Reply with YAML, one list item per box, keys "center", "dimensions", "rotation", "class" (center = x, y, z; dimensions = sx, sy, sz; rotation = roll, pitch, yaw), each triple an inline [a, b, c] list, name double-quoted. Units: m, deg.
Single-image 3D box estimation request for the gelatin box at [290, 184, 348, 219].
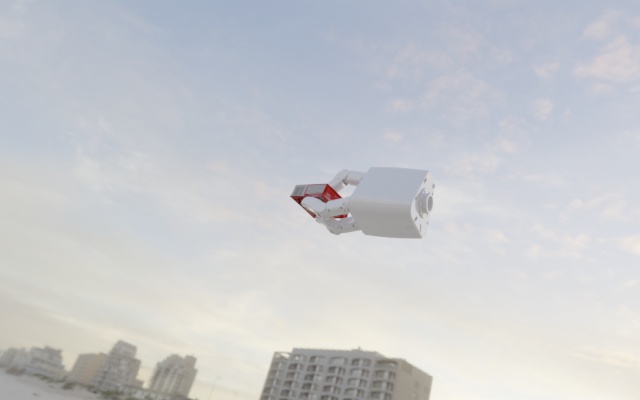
- center: [0.000, 0.002, 0.862]
  dimensions: [0.089, 0.030, 0.073]
  rotation: [0, -35, 46]
  class: "gelatin box"
